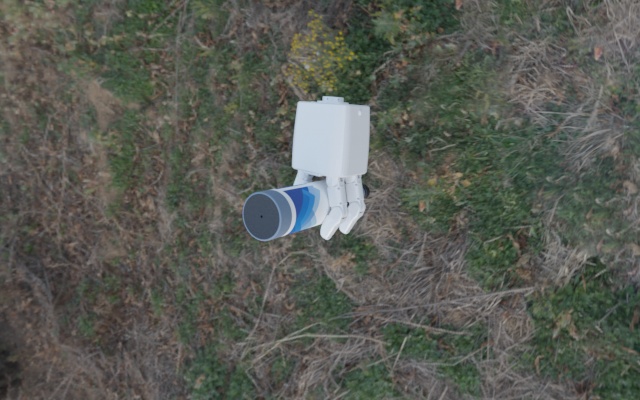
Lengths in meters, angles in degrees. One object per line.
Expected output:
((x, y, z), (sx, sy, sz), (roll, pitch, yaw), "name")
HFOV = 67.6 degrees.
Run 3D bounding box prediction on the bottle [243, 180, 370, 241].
((0.000, 0.003, 0.756), (0.069, 0.069, 0.295), (0, 7, 33), "bottle")
